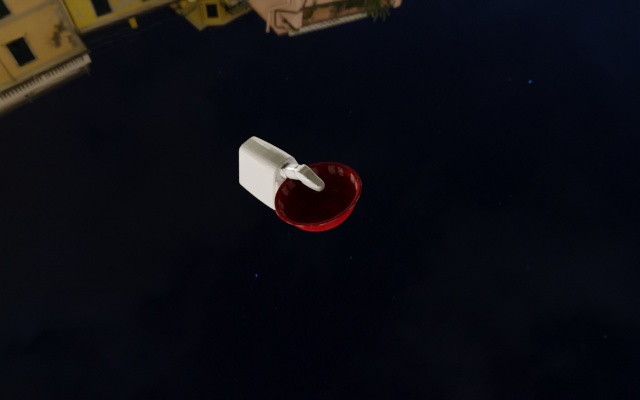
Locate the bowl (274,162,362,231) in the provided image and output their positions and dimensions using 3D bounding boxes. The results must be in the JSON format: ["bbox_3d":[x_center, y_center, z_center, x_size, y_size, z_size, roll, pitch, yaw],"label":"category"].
[{"bbox_3d":[0.001,0.004,0.869,0.162,0.162,0.055,0,-44,21],"label":"bowl"}]
